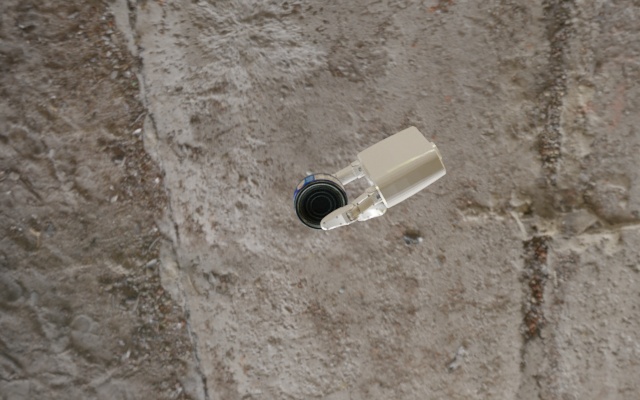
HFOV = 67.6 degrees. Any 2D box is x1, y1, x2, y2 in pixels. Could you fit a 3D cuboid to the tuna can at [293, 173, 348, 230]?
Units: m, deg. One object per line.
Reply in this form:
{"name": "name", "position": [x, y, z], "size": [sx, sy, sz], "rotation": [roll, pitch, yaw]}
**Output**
{"name": "tuna can", "position": [0.000, 0.003, 0.745], "size": [0.086, 0.086, 0.033], "rotation": [0, 23, -4]}
